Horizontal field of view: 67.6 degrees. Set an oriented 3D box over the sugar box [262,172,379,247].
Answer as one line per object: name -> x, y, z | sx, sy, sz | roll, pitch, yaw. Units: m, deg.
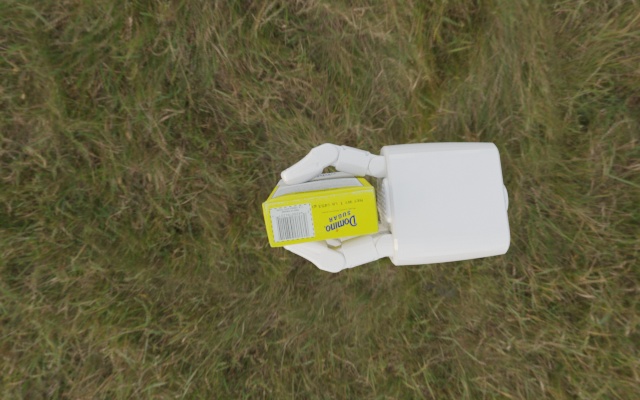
sugar box -> 0.000, 0.002, 0.473 | 0.093, 0.048, 0.176 | -7, 6, 1
